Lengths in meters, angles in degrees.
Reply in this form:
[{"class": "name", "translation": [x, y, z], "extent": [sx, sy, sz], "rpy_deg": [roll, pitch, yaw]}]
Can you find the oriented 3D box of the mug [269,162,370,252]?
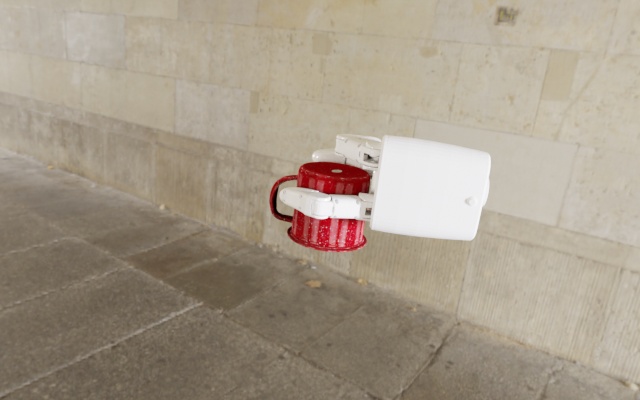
[{"class": "mug", "translation": [-0.001, 0.001, 0.543], "extent": [0.117, 0.081, 0.093], "rpy_deg": [8, 16, 5]}]
